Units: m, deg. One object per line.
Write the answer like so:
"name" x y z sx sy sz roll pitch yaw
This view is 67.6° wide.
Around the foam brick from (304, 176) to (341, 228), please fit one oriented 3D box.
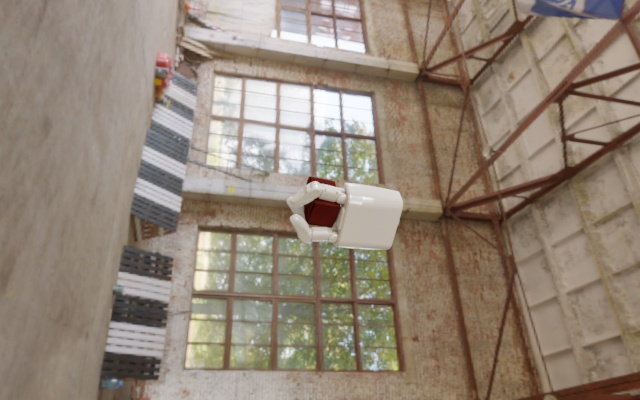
"foam brick" 0.000 0.003 0.871 0.051 0.053 0.078 8 40 -16
